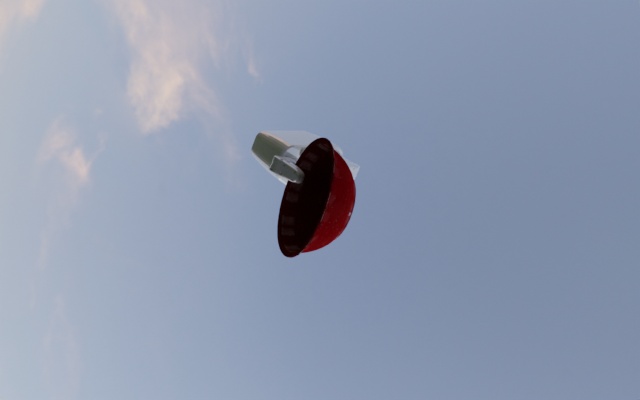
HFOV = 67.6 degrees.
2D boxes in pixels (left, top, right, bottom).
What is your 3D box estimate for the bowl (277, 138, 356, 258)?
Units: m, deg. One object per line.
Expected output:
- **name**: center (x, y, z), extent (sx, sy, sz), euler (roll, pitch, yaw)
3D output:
- **bowl**: center (0.001, 0.003, 0.627), extent (0.055, 0.162, 0.162), euler (18, -7, -22)
